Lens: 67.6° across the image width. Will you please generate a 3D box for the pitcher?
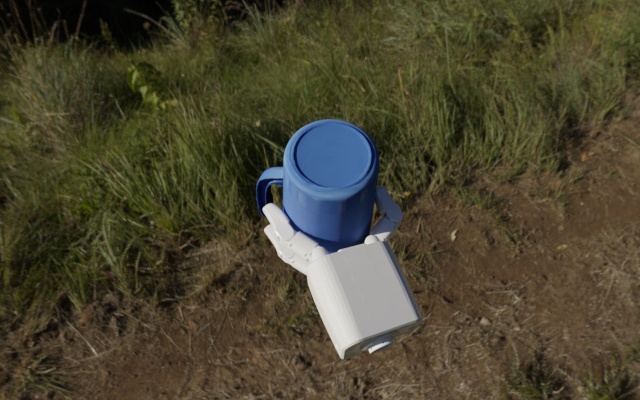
[{"bbox_3d":[0.000,0.002,0.632,0.149,0.145,0.243,-19,-26,-11],"label":"pitcher"}]
